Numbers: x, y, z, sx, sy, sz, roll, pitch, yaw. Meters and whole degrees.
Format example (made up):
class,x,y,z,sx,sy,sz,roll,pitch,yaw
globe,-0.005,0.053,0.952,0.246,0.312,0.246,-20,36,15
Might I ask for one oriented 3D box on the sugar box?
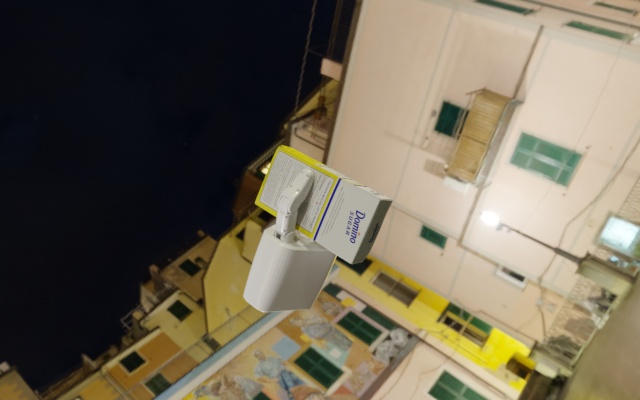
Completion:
class,x,y,z,sx,sy,sz,roll,pitch,yaw
sugar box,0.000,0.002,0.641,0.176,0.093,0.048,30,14,27
